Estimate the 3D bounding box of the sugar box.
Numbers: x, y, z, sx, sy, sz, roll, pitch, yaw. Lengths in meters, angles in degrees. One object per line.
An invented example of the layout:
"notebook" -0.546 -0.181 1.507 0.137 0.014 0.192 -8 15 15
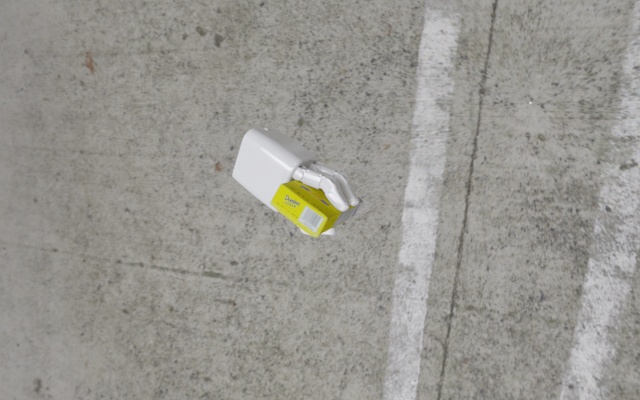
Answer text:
"sugar box" 0.000 0.002 0.791 0.093 0.048 0.176 37 23 13
